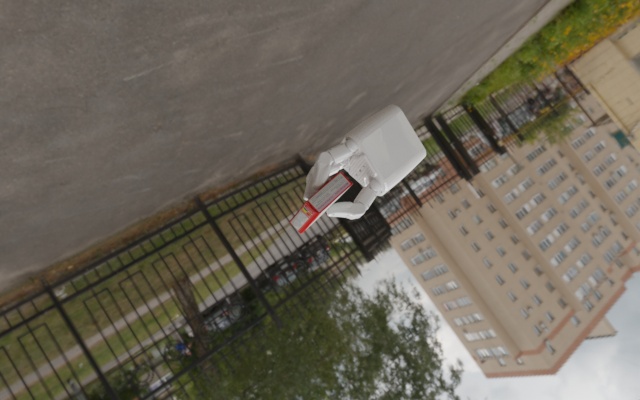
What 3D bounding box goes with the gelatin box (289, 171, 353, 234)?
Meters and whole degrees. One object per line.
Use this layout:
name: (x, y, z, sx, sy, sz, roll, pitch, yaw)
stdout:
gelatin box: (0.000, 0.003, 0.728, 0.089, 0.030, 0.073, -43, -3, -36)
